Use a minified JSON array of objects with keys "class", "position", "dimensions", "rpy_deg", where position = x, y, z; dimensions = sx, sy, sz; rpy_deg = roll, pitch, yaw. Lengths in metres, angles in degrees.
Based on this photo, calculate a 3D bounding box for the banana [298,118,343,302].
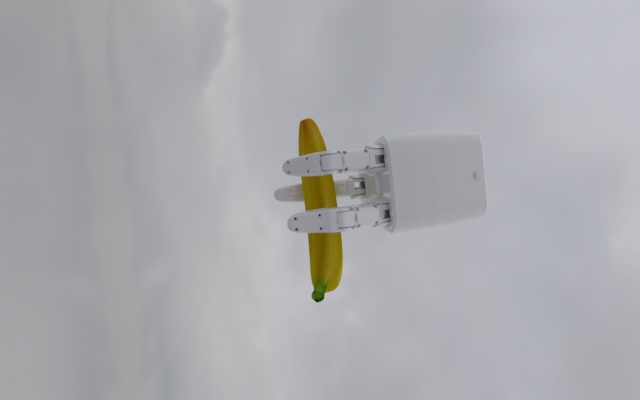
[{"class":"banana","position":[0.001,0.011,0.505],"dimensions":[0.037,0.197,0.070],"rpy_deg":[-6,-21,0]}]
